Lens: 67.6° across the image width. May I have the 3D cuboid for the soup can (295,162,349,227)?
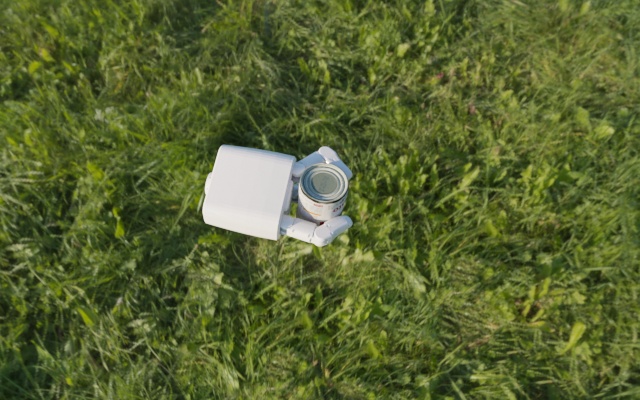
[{"bbox_3d":[0.001,0.002,0.672,0.068,0.068,0.102,0,-33,-7],"label":"soup can"}]
